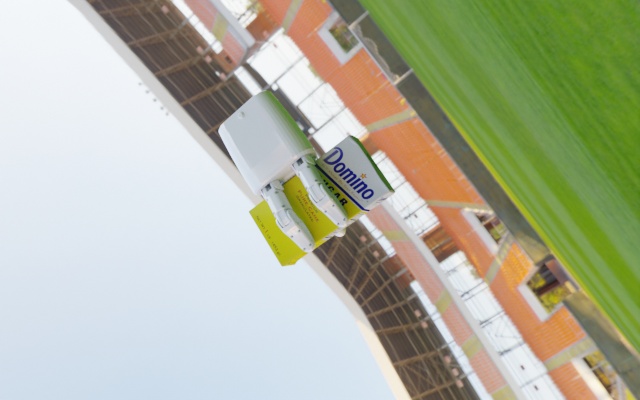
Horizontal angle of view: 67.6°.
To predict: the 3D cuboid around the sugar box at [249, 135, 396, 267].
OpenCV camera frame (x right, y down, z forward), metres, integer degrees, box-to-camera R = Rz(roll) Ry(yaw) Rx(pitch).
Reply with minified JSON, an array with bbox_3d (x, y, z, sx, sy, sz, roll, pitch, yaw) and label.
[{"bbox_3d":[0.000,0.002,0.633,0.176,0.093,0.048,-38,-13,16],"label":"sugar box"}]
